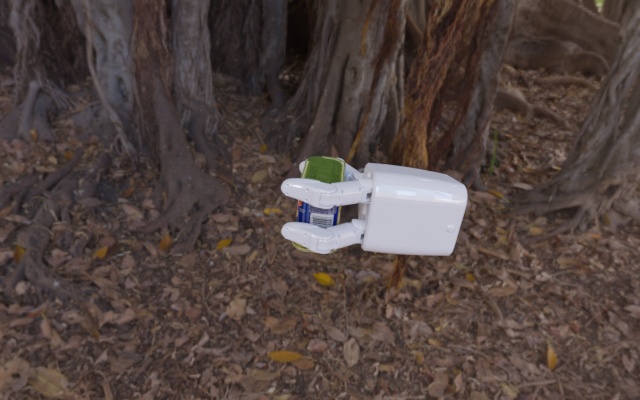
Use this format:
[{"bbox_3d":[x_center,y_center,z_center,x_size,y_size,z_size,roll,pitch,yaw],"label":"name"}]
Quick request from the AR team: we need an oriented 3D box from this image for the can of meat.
[{"bbox_3d":[0.000,0.002,0.590,0.057,0.084,0.102,7,28,1],"label":"can of meat"}]
